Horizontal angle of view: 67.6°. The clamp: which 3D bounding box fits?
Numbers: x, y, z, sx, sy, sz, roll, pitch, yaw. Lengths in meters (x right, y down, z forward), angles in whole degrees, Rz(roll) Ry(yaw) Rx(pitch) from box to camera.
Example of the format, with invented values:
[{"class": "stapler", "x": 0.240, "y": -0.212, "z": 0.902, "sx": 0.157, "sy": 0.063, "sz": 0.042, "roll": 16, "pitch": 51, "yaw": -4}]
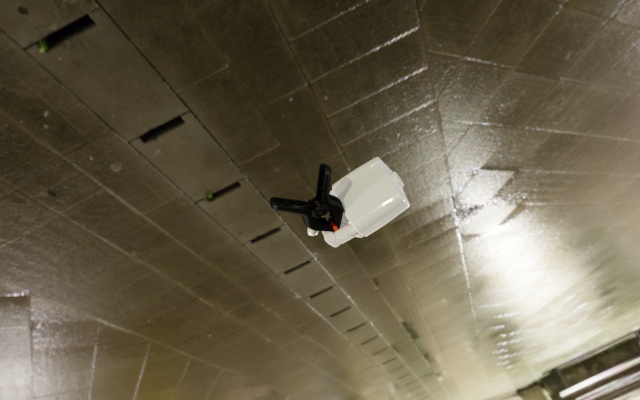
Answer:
[{"class": "clamp", "x": 0.000, "y": 0.003, "z": 0.858, "sx": 0.120, "sy": 0.039, "sz": 0.171, "roll": -35, "pitch": -36, "yaw": 16}]
